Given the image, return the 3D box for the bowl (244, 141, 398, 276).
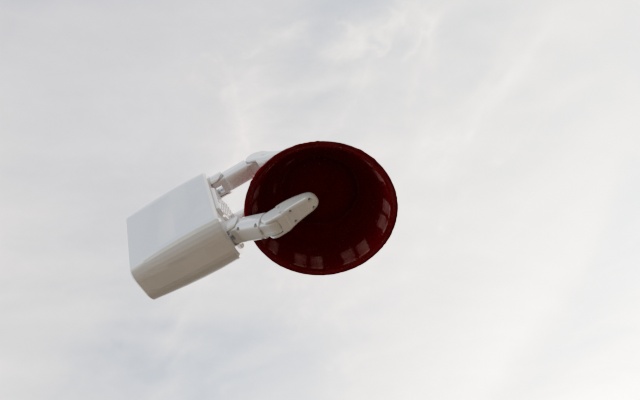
[{"bbox_3d":[0.001,0.001,0.522,0.162,0.162,0.055,0,28,-2],"label":"bowl"}]
